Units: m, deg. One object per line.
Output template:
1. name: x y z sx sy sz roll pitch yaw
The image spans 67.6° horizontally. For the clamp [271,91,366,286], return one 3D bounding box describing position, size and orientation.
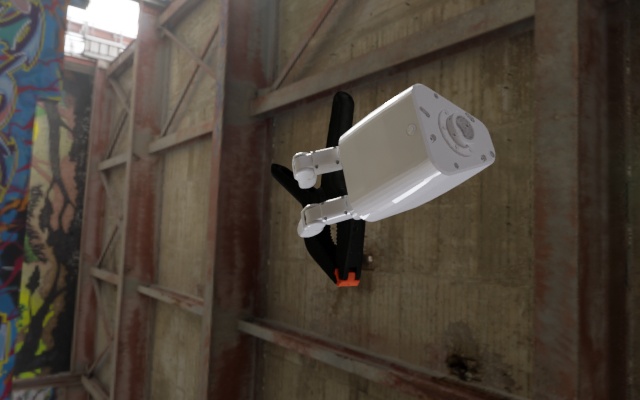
1. clamp: 0.001 0.002 0.558 0.036 0.210 0.165 5 -25 -36
